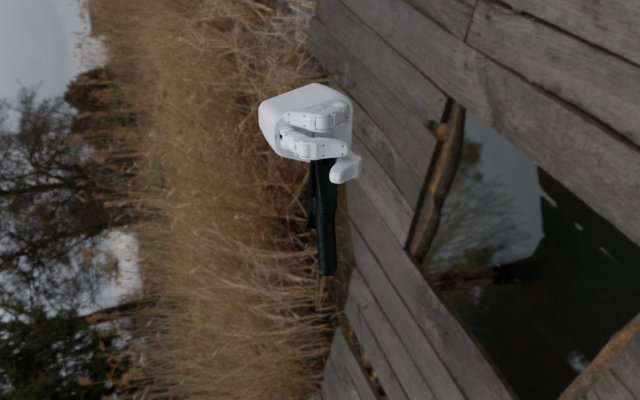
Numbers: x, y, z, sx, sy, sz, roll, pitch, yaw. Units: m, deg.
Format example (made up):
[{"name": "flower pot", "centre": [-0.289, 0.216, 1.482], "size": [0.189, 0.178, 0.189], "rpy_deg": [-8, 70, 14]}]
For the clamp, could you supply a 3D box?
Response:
[{"name": "clamp", "centre": [0.000, 0.002, 0.643], "size": [0.039, 0.171, 0.120], "rpy_deg": [-6, 26, -17]}]
